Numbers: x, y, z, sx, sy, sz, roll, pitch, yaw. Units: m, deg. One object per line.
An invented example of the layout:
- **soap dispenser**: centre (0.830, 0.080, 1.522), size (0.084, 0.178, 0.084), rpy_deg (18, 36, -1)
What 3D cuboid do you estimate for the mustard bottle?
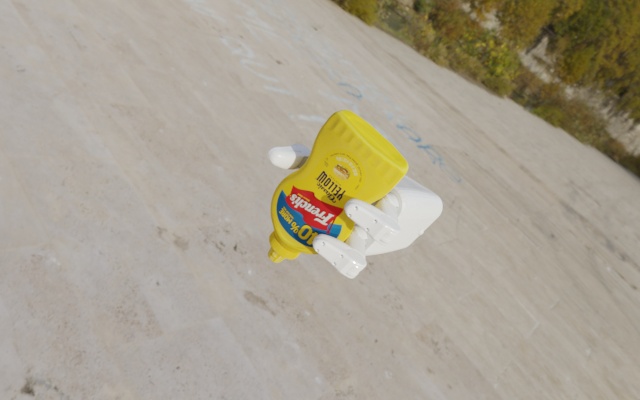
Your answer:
- **mustard bottle**: centre (0.000, 0.002, 0.523), size (0.096, 0.192, 0.058), rpy_deg (43, 27, 5)
